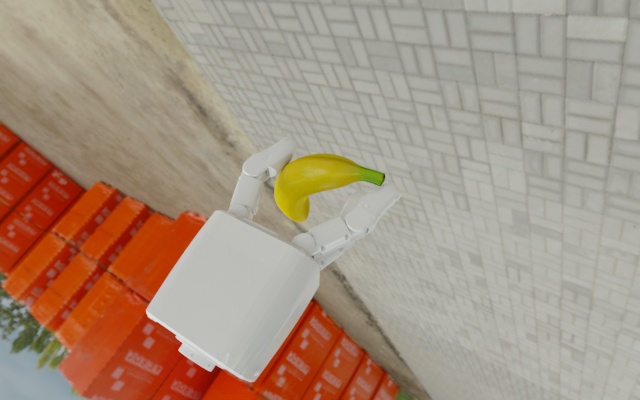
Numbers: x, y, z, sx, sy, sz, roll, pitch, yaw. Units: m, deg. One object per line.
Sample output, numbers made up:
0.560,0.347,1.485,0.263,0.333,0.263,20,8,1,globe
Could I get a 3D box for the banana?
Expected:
-0.013,-0.010,0.482,0.069,0.037,0.198,37,-21,-12,banana
